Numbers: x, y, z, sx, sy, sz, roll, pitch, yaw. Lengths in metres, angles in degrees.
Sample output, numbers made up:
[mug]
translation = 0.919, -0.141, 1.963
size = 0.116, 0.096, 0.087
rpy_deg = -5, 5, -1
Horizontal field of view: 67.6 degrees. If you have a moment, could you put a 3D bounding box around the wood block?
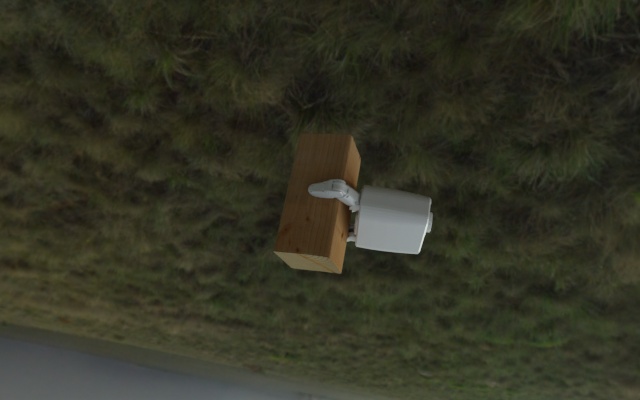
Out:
[wood block]
translation = 0.000, 0.003, 0.774
size = 0.090, 0.206, 0.091
rpy_deg = 4, -23, 18
